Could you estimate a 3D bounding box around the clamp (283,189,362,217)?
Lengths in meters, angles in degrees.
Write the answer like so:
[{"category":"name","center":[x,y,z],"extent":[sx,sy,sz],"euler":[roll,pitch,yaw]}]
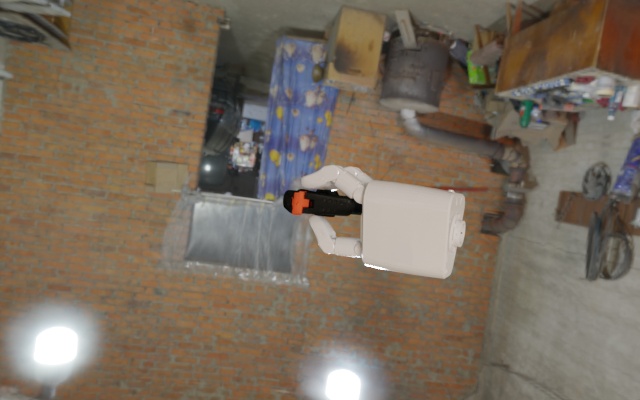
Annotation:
[{"category":"clamp","center":[0.000,0.003,0.658],"extent":[0.164,0.036,0.210],"euler":[7,2,27]}]
